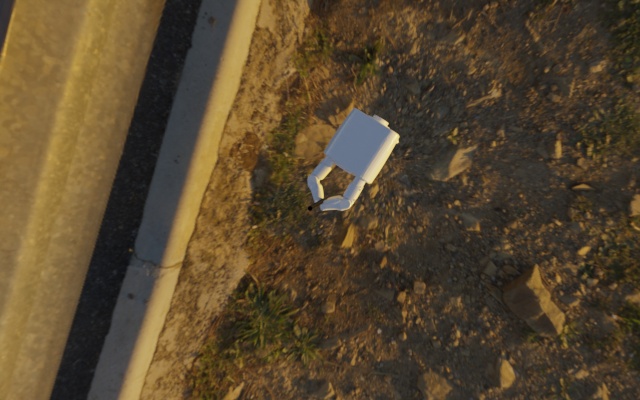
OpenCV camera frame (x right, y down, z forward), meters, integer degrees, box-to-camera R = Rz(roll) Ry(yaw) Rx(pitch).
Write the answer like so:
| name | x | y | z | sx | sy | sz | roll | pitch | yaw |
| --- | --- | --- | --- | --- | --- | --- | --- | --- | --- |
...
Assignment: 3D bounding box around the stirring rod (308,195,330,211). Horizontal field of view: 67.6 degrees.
| name | x | y | z | sx | sy | sz | roll | pitch | yaw |
| --- | --- | --- | --- | --- | --- | --- | --- | --- | --- |
| stirring rod | 0.000 | 0.003 | 0.896 | 0.011 | 0.011 | 0.239 | 0 | 5 | 8 |
